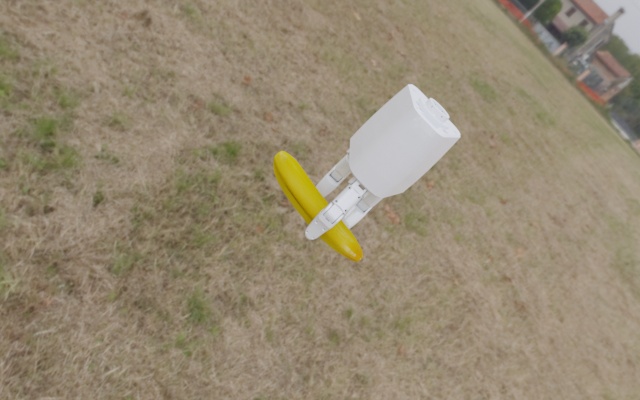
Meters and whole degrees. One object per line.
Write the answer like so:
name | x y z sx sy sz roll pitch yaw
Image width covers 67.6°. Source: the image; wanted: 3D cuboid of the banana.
banana | -0.011 -0.001 0.633 0.037 0.197 0.069 -44 -23 22
